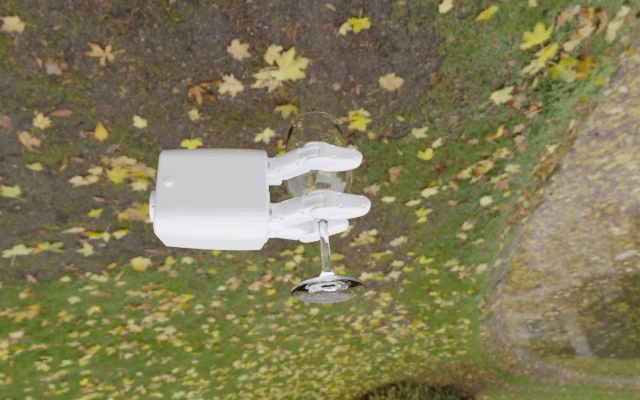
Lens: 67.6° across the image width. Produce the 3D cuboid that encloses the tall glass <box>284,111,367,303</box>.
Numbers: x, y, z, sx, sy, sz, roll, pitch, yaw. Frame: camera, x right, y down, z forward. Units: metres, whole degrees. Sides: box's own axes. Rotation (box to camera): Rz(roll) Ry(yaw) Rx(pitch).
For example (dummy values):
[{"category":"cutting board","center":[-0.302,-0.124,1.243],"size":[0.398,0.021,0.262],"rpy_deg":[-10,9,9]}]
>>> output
[{"category":"tall glass","center":[0.000,0.002,0.513],"size":[0.079,0.201,0.079],"rpy_deg":[-4,-29,-2]}]
